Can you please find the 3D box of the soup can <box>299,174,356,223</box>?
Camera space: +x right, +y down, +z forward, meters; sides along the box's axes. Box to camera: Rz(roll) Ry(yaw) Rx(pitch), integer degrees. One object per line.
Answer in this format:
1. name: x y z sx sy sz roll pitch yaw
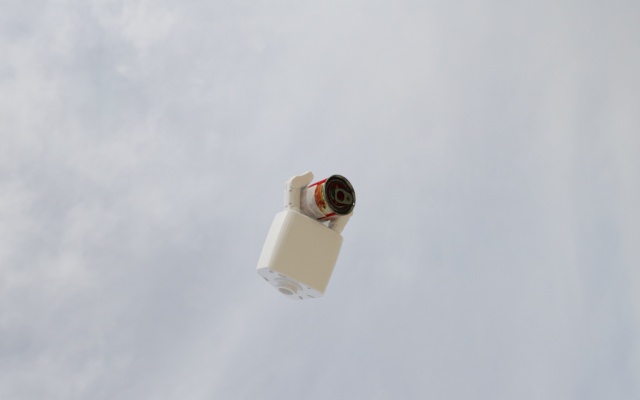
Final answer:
1. soup can: 0.000 0.002 0.798 0.068 0.068 0.102 0 -13 -41
